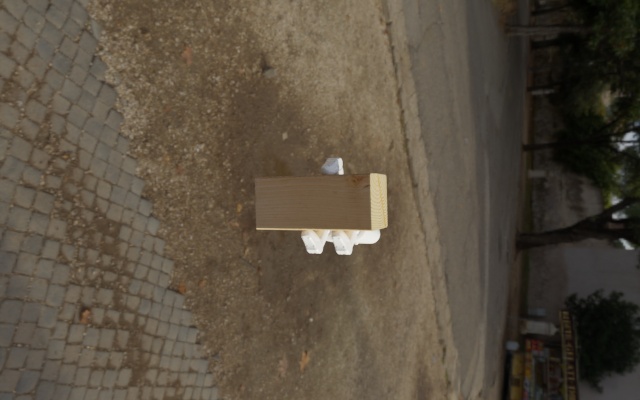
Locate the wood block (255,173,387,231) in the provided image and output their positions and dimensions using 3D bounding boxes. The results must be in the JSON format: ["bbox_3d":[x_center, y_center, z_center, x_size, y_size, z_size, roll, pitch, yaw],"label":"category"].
[{"bbox_3d":[0.000,0.002,0.806,0.206,0.091,0.090,-1,1,24],"label":"wood block"}]
